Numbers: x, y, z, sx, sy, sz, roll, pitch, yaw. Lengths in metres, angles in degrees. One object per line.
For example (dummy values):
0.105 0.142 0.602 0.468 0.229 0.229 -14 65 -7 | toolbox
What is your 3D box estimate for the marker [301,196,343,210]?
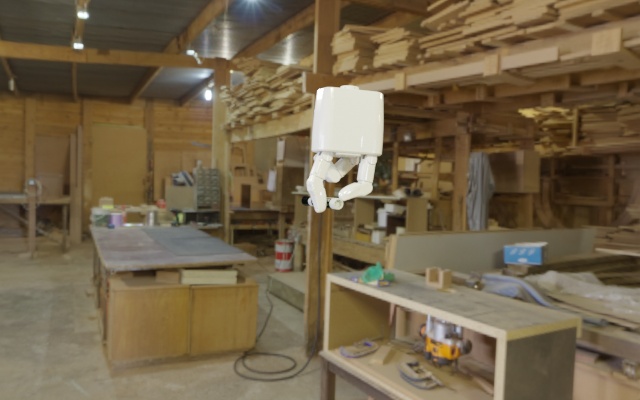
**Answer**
0.000 0.003 0.834 0.020 0.020 0.121 0 3 -29 | marker
